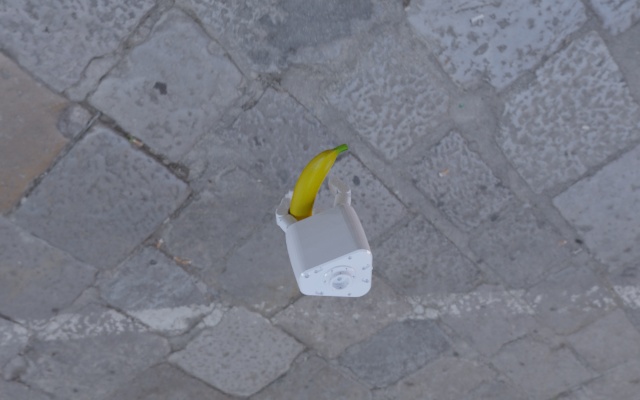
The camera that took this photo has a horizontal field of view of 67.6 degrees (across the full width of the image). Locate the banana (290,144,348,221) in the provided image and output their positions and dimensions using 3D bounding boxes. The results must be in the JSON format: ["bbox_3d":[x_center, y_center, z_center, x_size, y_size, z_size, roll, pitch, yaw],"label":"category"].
[{"bbox_3d":[-0.015,-0.002,0.772,0.069,0.198,0.037,7,29,-28],"label":"banana"}]
